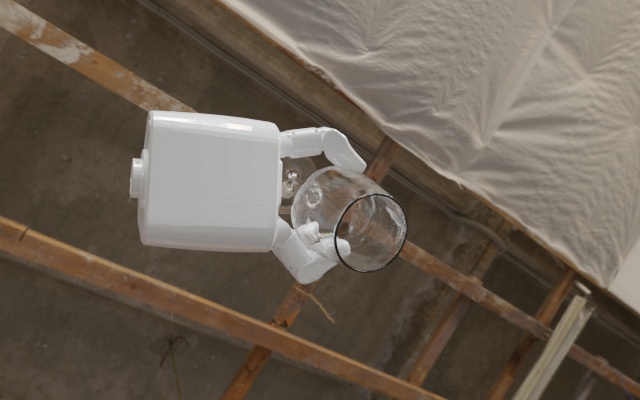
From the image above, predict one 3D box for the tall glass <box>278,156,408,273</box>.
[{"bbox_3d":[0.000,0.001,0.439,0.079,0.079,0.201,0,13,-24],"label":"tall glass"}]
